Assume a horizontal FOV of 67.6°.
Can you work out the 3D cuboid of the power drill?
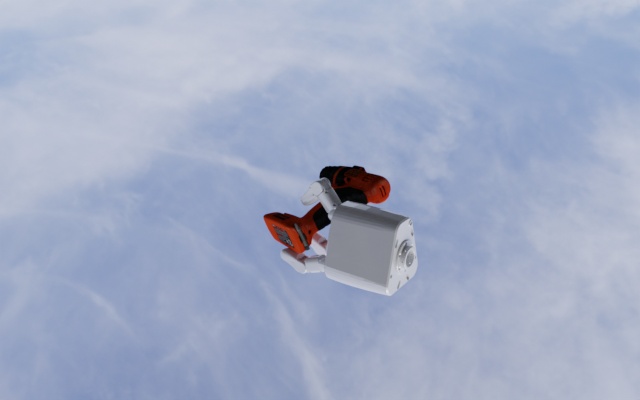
[{"bbox_3d":[0.000,0.003,0.803,0.187,0.057,0.184,-35,24,-20],"label":"power drill"}]
